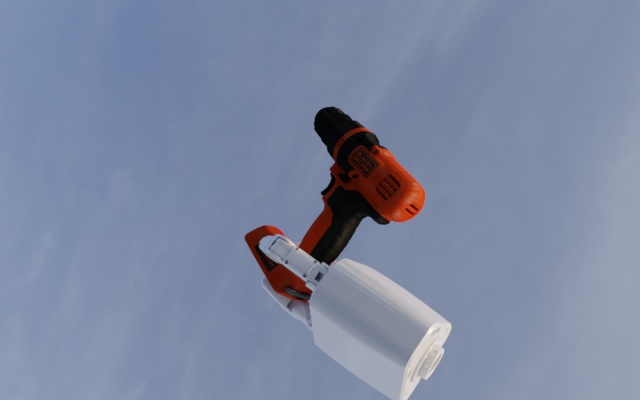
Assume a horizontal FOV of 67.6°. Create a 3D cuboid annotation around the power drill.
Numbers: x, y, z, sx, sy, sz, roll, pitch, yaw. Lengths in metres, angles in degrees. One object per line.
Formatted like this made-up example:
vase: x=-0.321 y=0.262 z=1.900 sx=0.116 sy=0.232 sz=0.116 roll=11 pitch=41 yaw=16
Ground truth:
power drill: x=0.000 y=0.002 z=0.526 sx=0.057 sy=0.188 sz=0.184 roll=28 pitch=18 yaw=-46
